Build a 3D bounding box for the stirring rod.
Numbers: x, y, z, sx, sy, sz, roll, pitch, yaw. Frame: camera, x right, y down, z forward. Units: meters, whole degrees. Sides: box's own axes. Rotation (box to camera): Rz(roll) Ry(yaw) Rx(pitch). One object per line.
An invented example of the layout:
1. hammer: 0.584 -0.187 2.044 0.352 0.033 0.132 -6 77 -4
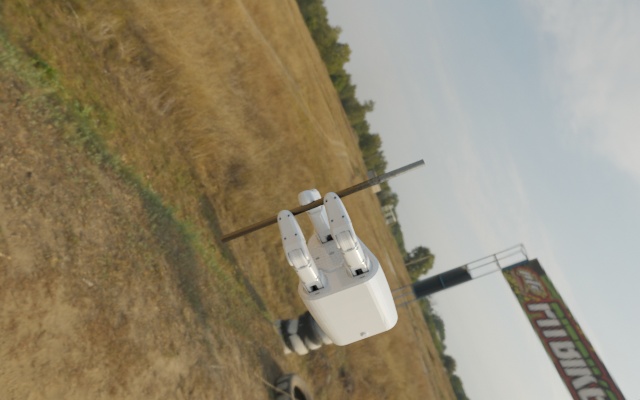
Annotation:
1. stirring rod: 0.000 0.002 0.528 0.239 0.011 0.011 -21 -2 6
